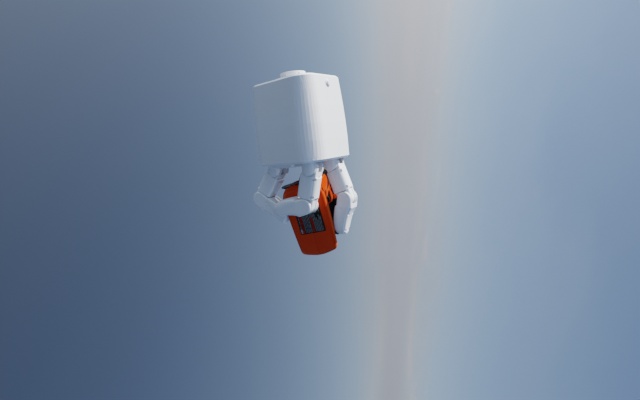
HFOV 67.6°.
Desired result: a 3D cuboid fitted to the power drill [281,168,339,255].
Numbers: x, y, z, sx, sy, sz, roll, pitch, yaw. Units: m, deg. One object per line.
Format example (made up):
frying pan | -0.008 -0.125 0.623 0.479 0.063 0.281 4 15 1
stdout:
power drill | 0.000 0.002 0.716 0.057 0.184 0.187 -14 23 12
